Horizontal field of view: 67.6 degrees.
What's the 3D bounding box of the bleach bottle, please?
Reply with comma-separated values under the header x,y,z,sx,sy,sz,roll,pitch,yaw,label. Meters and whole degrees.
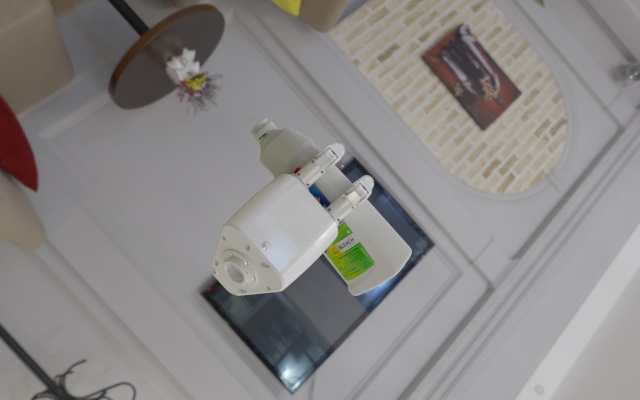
x,y,z,sx,sy,sz,roll,pitch,yaw,label
0.000,0.002,0.616,0.103,0.251,0.068,-39,3,46,bleach bottle
